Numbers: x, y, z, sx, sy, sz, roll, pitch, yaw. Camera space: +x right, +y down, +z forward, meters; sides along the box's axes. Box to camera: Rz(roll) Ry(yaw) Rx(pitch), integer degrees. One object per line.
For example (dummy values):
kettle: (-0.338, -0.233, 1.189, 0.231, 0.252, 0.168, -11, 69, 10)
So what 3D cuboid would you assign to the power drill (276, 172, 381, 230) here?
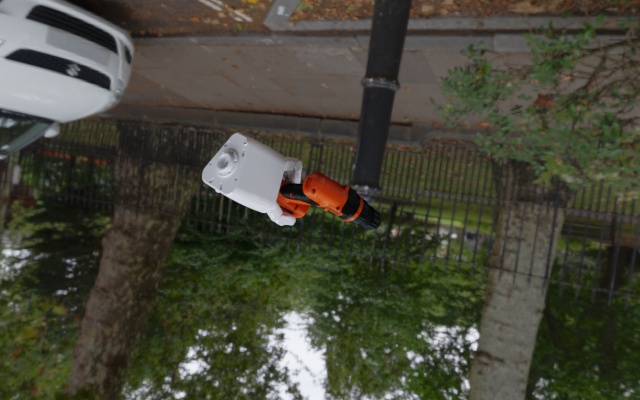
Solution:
power drill: (0.000, 0.003, 0.891, 0.184, 0.057, 0.187, 33, -21, -37)
